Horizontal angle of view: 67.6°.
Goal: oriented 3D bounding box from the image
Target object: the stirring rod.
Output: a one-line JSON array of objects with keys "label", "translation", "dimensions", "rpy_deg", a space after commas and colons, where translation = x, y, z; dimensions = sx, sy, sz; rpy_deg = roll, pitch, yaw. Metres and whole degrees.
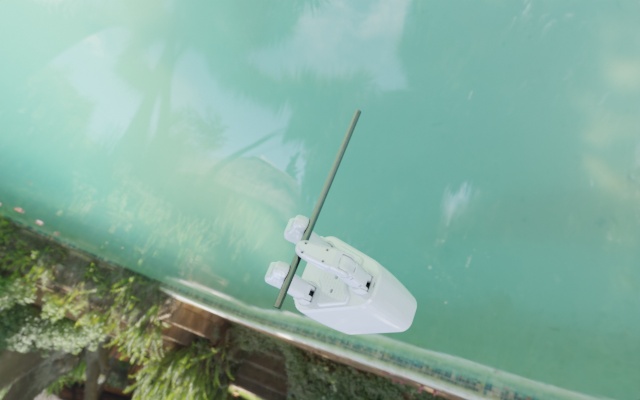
[{"label": "stirring rod", "translation": [0.000, 0.002, 0.514], "dimensions": [0.011, 0.239, 0.011], "rpy_deg": [20, -19, 7]}]
